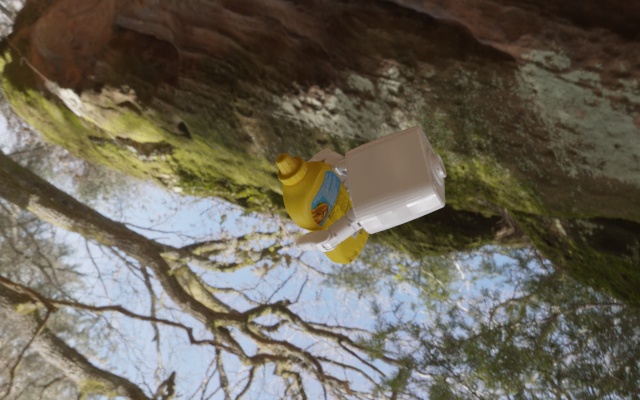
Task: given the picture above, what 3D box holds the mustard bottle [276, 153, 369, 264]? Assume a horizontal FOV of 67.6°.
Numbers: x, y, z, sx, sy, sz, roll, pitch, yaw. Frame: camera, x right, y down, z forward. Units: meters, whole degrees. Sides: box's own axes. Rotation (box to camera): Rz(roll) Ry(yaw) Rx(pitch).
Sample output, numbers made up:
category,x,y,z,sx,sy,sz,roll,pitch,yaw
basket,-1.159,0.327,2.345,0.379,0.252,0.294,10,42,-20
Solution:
category,x,y,z,sx,sy,sz,roll,pitch,yaw
mustard bottle,0.000,0.002,0.668,0.058,0.096,0.192,0,-36,40
